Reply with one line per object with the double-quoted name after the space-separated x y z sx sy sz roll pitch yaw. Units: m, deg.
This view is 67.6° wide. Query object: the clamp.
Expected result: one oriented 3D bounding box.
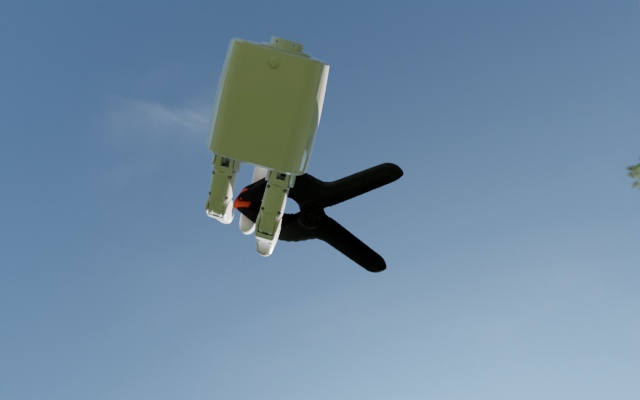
0.000 0.001 0.487 0.171 0.120 0.039 16 19 0 "clamp"
